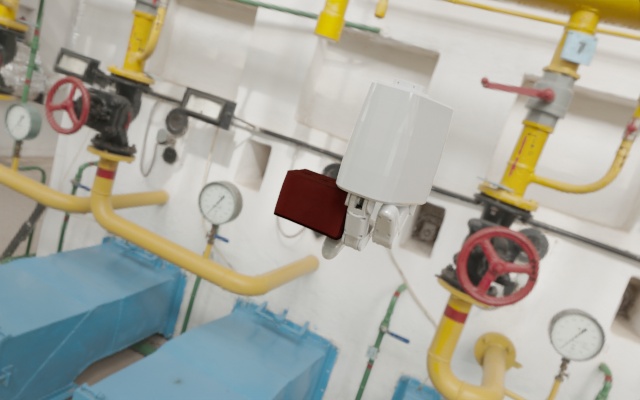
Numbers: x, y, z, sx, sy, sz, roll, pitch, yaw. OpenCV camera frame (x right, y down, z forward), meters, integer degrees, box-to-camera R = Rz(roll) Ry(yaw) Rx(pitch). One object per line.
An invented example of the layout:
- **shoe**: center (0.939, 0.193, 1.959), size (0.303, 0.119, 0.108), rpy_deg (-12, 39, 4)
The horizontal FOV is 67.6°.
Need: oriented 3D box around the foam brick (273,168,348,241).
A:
- **foam brick**: center (0.000, 0.002, 0.512), size (0.078, 0.051, 0.053), rpy_deg (21, 14, 19)
